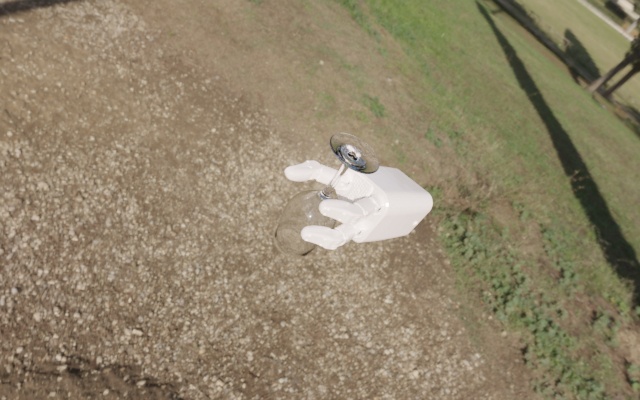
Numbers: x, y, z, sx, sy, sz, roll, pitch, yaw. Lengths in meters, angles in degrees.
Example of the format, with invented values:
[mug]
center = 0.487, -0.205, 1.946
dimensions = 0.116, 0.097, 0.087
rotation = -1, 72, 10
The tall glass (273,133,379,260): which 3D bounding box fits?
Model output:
[tall glass]
center = 0.000, 0.002, 0.680
dimensions = 0.079, 0.079, 0.201
rotation = 0, -40, -37
